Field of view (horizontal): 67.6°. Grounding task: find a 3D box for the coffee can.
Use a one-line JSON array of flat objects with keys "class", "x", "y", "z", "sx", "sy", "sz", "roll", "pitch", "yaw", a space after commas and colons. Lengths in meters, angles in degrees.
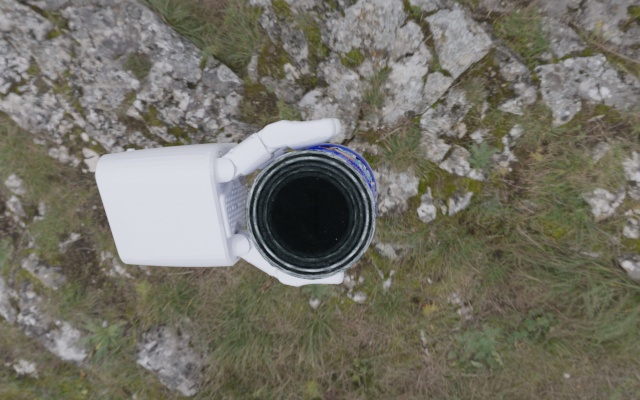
[{"class": "coffee can", "x": 0.000, "y": 0.001, "z": 0.435, "sx": 0.103, "sy": 0.103, "sz": 0.140, "roll": 0, "pitch": 9, "yaw": 7}]
